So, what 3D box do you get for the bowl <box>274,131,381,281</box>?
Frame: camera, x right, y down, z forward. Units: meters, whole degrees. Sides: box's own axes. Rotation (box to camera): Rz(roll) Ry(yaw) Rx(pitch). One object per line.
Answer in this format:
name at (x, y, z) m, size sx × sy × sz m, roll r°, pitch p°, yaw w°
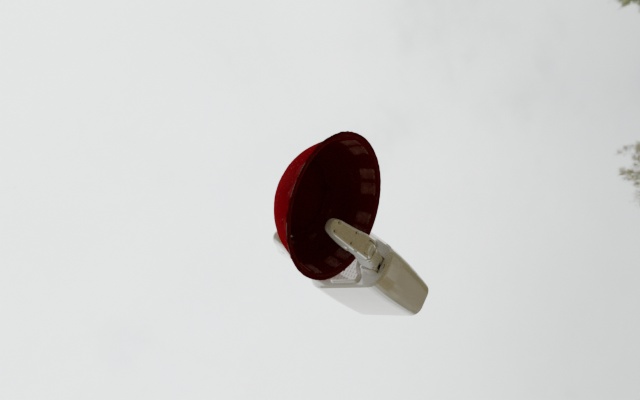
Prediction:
bowl at (-0.001, 0.001, 0.520) m, size 0.055 × 0.162 × 0.162 m, roll 17°, pitch 10°, yaw 36°
